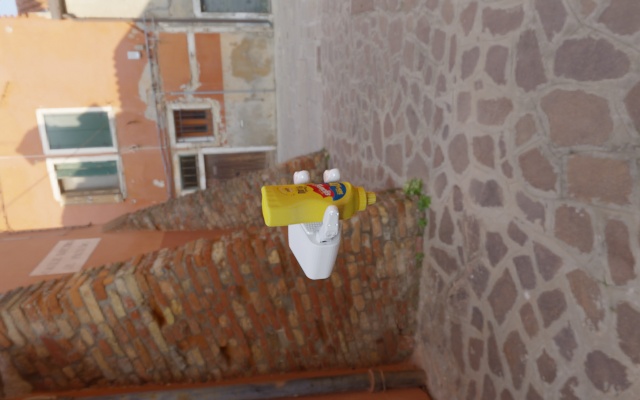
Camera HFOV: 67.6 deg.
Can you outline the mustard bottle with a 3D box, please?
[{"bbox_3d":[0.000,0.002,0.805,0.191,0.058,0.096,-4,22,-11],"label":"mustard bottle"}]
